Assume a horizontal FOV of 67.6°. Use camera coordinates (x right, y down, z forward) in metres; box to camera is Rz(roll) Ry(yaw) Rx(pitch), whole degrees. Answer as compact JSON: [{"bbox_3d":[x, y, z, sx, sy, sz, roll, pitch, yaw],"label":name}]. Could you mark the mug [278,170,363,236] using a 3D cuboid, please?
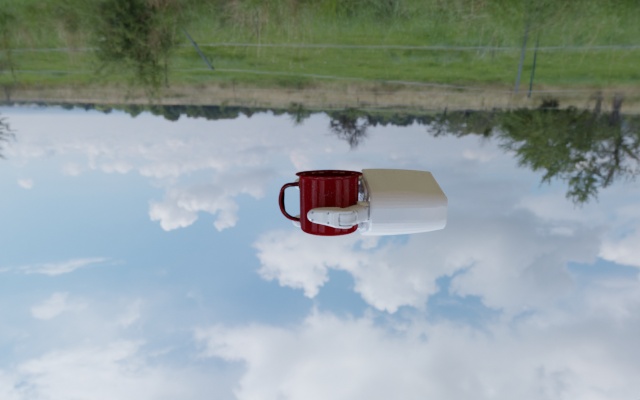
[{"bbox_3d":[-0.001,0.002,0.662,0.117,0.081,0.093,-1,9,-3],"label":"mug"}]
